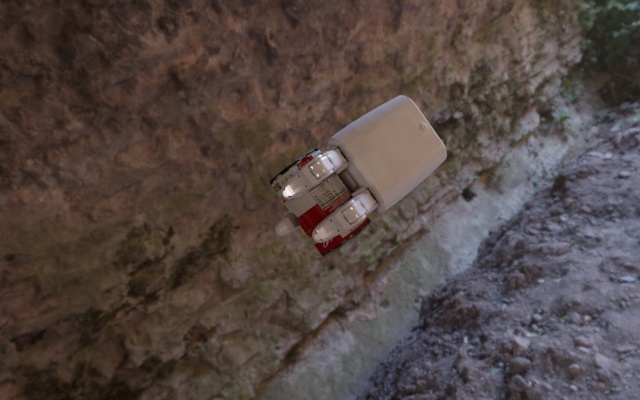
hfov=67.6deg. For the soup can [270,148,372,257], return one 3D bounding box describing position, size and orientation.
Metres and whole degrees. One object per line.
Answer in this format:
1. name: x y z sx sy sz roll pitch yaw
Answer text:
1. soup can: -0.001 0.002 0.528 0.068 0.102 0.068 -36 1 0
